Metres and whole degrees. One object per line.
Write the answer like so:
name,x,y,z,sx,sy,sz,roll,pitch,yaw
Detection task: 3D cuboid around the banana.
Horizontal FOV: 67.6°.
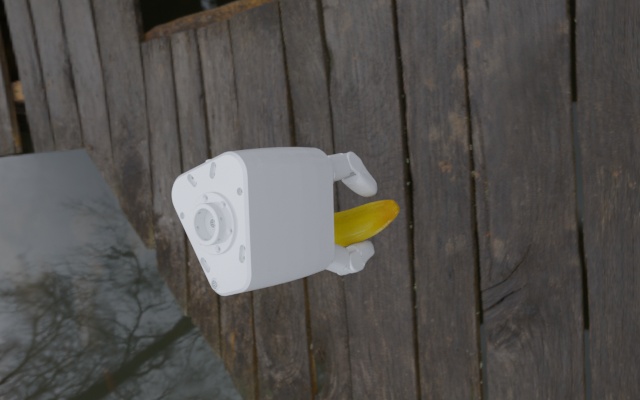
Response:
banana,-0.005,0.020,0.534,0.198,0.069,0.037,12,8,37
